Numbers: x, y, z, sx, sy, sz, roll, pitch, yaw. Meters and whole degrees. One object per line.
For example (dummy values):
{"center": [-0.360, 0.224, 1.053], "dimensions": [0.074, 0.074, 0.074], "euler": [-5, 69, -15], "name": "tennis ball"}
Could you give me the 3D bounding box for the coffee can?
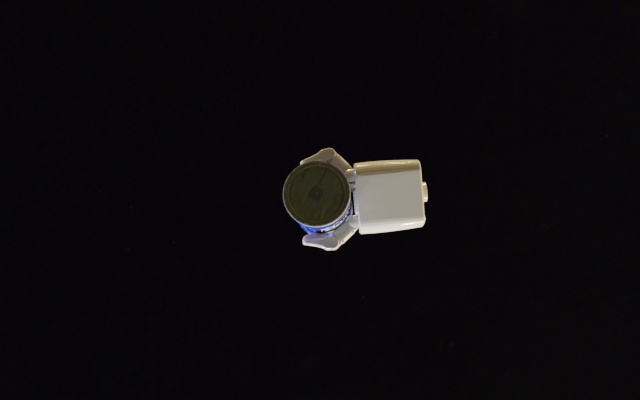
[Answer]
{"center": [0.000, 0.003, 0.785], "dimensions": [0.103, 0.102, 0.140], "euler": [0, -11, 5], "name": "coffee can"}
